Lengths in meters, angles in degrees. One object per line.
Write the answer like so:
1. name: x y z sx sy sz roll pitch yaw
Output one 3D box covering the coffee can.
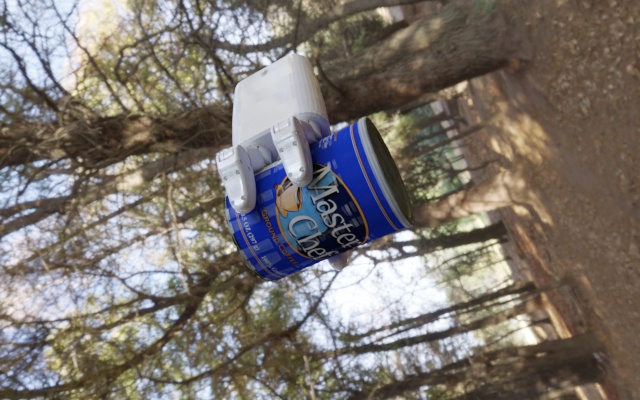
1. coffee can: 0.000 0.002 0.431 0.140 0.103 0.103 -24 -7 16
